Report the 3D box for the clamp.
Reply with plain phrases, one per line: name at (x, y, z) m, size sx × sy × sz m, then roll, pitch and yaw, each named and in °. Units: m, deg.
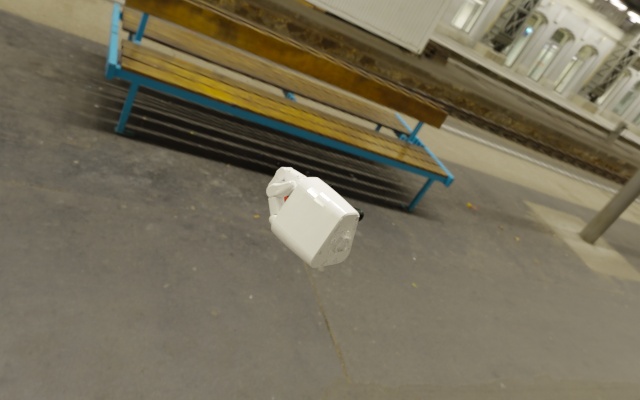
clamp at (0.000, 0.002, 0.888) m, size 0.120 × 0.039 × 0.171 m, roll 32°, pitch 23°, yaw 36°
